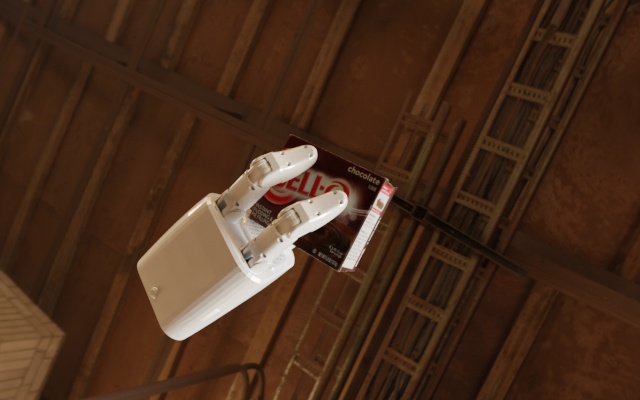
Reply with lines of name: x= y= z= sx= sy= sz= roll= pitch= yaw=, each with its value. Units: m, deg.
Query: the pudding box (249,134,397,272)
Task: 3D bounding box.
pudding box: x=0.000 y=0.002 z=0.440 sx=0.113 sy=0.090 sz=0.039 roll=28 pitch=3 yaw=27
